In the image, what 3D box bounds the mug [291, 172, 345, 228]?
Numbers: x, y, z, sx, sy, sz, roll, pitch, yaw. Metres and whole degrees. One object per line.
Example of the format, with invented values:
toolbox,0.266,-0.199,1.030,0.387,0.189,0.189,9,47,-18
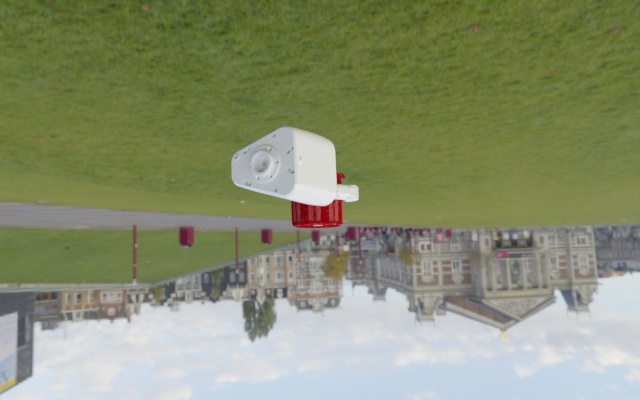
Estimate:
mug,0.001,0.003,0.773,0.093,0.081,0.117,-5,-8,29
